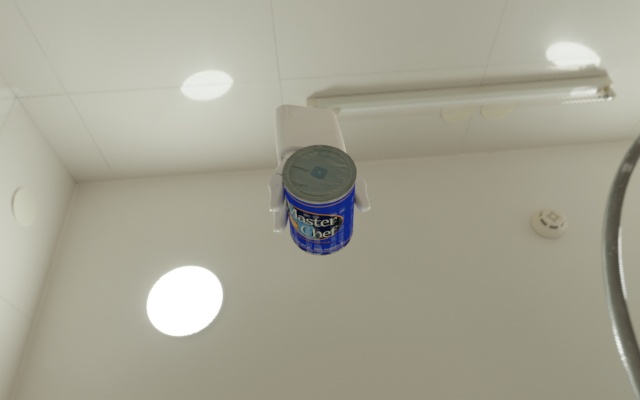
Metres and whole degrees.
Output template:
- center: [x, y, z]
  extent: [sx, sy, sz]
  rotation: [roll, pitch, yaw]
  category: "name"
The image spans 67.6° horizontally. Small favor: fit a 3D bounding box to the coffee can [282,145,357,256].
- center: [0.000, 0.002, 0.708]
  extent: [0.103, 0.102, 0.140]
  rotation: [0, -37, 2]
  category: "coffee can"
